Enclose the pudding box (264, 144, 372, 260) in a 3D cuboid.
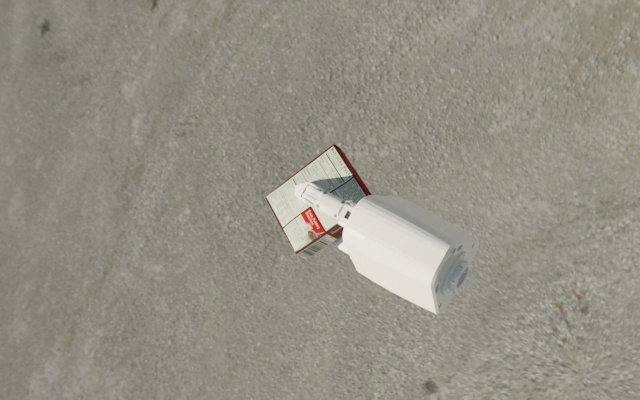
[{"bbox_3d":[0.000,0.002,0.571,0.113,0.090,0.039,-35,-27,10],"label":"pudding box"}]
